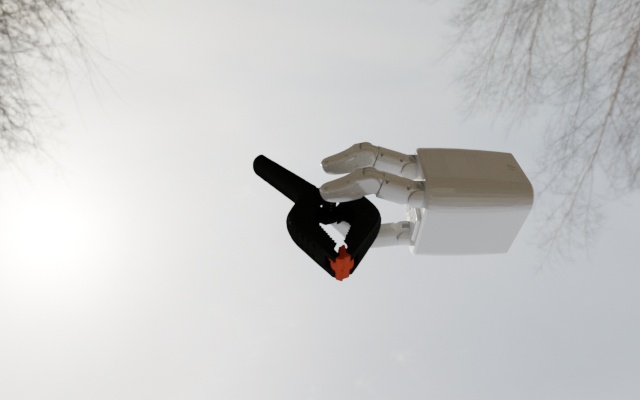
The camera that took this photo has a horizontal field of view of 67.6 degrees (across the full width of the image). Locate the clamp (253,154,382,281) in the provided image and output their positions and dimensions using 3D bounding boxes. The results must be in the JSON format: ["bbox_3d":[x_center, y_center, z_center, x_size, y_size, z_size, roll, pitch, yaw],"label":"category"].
[{"bbox_3d":[0.000,0.003,0.505,0.164,0.036,0.209,0,35,2],"label":"clamp"}]
